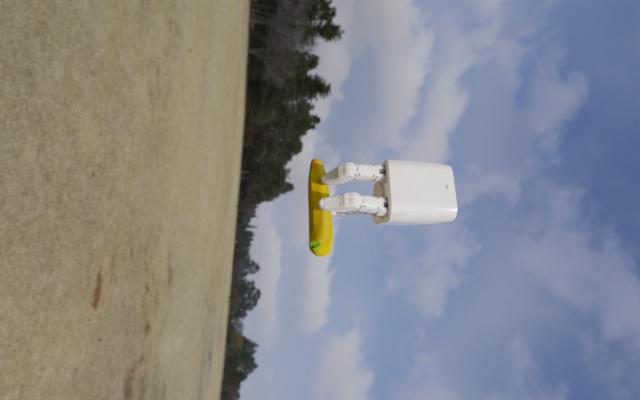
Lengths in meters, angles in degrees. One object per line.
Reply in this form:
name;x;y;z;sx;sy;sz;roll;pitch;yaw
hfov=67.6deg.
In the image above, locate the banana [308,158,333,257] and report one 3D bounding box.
banana;0.000;0.018;0.737;0.037;0.070;0.197;0;43;-3
